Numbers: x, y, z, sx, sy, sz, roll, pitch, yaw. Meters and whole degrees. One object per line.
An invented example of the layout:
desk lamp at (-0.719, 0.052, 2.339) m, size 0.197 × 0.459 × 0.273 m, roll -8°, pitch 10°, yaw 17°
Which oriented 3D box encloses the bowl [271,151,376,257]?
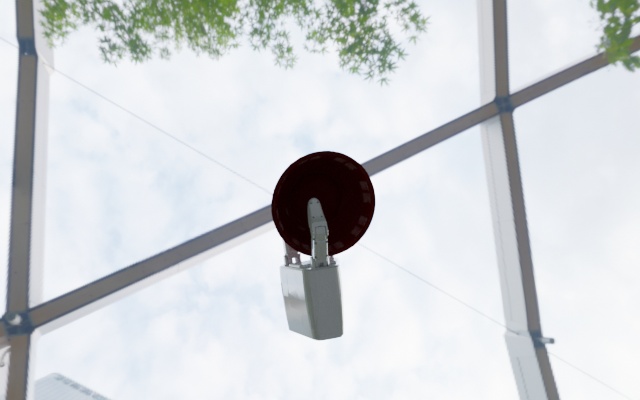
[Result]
bowl at (0.000, 0.001, 0.733) m, size 0.162 × 0.162 × 0.055 m, roll 0°, pitch 10°, yaw -15°
